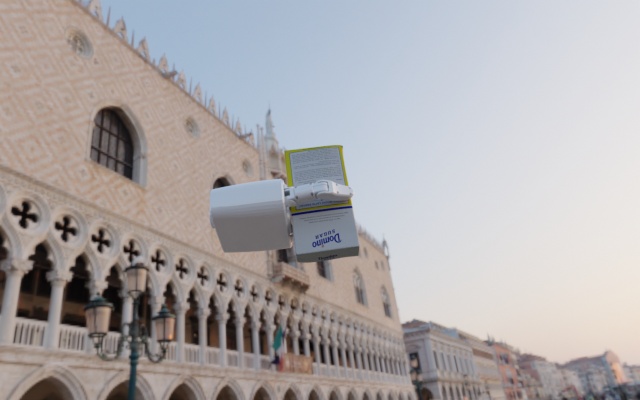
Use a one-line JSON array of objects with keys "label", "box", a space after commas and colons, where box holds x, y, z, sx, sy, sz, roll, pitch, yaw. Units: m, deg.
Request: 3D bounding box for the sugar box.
[{"label": "sugar box", "box": [0.000, 0.003, 0.718, 0.093, 0.176, 0.048, -7, -25, -1]}]
